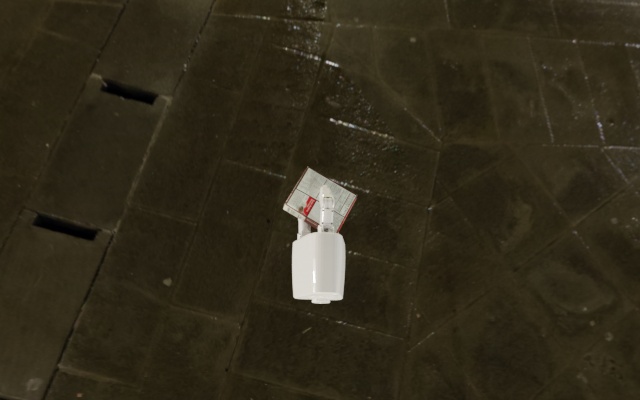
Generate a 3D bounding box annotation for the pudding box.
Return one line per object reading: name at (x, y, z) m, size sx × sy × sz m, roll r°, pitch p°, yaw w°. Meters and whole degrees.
pudding box at (0.000, 0.003, 0.898) m, size 0.113 × 0.090 × 0.039 m, roll 31°, pitch -18°, yaw -2°
